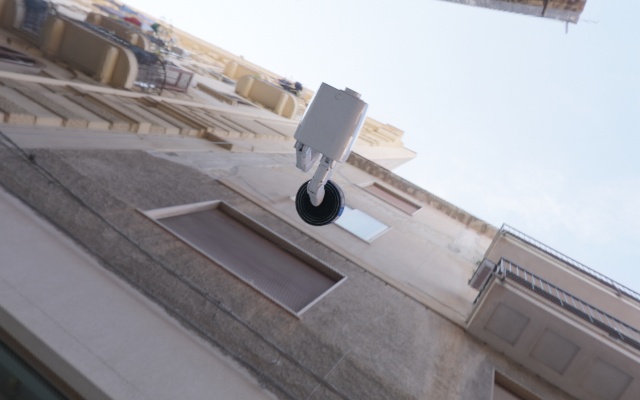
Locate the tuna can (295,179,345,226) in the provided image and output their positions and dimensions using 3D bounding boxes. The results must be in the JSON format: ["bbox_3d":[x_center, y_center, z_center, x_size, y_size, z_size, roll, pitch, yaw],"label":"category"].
[{"bbox_3d":[0.000,0.003,0.854,0.086,0.086,0.034,0,0,19],"label":"tuna can"}]
